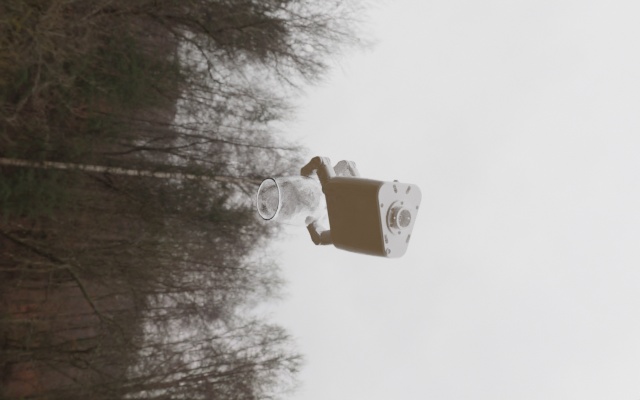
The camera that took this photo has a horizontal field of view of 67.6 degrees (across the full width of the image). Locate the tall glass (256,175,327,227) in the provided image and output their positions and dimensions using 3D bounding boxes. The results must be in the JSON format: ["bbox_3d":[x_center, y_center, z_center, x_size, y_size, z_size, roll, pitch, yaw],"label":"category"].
[{"bbox_3d":[0.001,0.003,0.753,0.201,0.079,0.079,3,-2,-39],"label":"tall glass"}]
